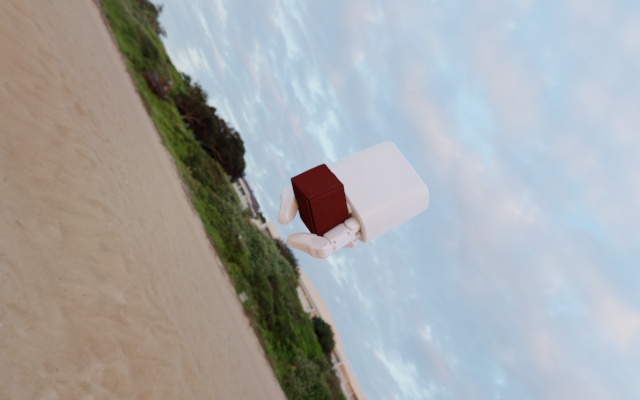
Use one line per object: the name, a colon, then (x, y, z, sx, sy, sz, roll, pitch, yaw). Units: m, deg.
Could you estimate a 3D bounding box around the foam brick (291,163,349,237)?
foam brick: (0.000, 0.002, 0.617, 0.051, 0.078, 0.053, -25, 47, -13)
